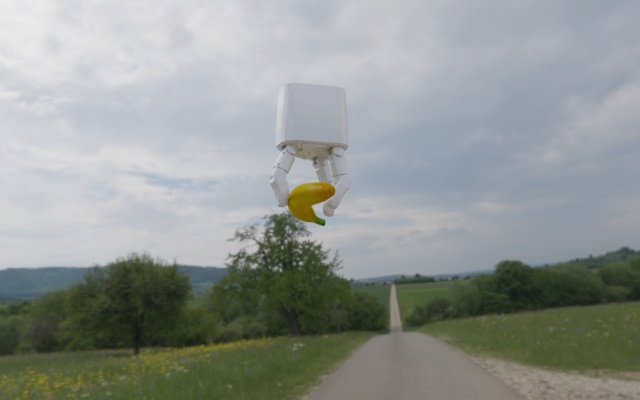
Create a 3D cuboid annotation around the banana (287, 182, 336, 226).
[{"bbox_3d":[-0.019,0.002,0.751,0.069,0.037,0.198,5,-15,-2],"label":"banana"}]
